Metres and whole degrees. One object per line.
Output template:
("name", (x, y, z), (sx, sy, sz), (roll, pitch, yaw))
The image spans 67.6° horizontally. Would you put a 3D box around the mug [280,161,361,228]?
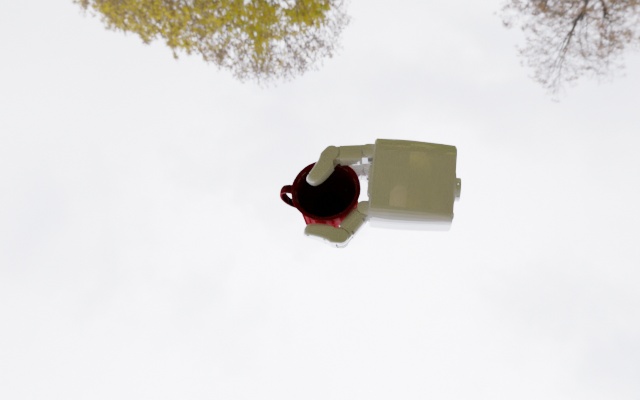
("mug", (-0.001, 0.002, 0.667), (0.117, 0.093, 0.081), (6, -27, 12))
